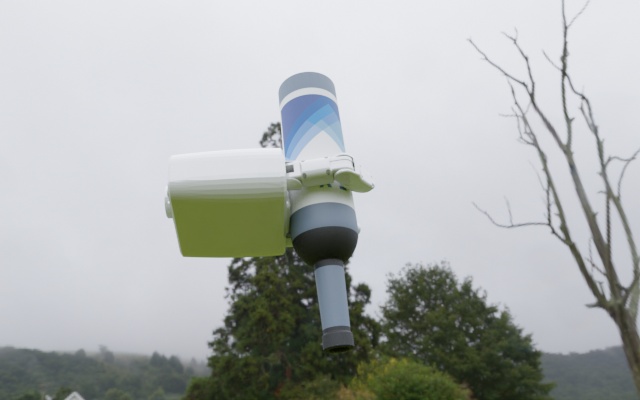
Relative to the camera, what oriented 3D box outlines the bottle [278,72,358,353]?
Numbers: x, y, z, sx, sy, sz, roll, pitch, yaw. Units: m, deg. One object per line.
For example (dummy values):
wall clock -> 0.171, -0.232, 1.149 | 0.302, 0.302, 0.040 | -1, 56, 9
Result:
bottle -> 0.000, 0.001, 0.485 | 0.069, 0.295, 0.069 | -6, -29, -3
